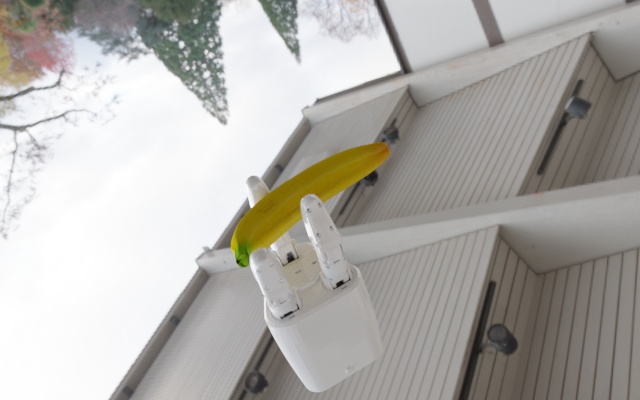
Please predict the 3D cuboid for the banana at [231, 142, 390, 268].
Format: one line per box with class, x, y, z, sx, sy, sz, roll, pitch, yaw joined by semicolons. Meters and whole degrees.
banana;-0.015;0.001;0.446;0.069;0.037;0.197;12;42;46
